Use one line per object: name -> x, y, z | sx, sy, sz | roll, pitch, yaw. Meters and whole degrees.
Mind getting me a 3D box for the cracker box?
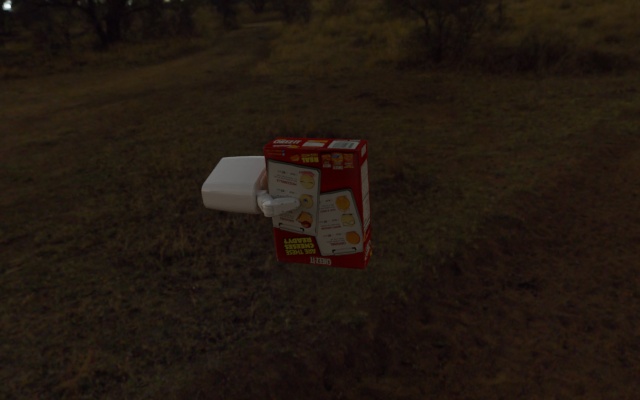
cracker box -> 0.000, 0.003, 0.813 | 0.164, 0.214, 0.072 | 3, 25, 19
